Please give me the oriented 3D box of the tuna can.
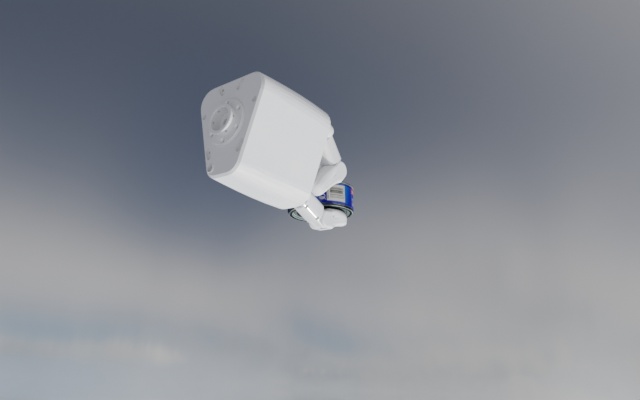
[{"bbox_3d":[0.000,0.003,0.613,0.086,0.033,0.086,-1,-17,0],"label":"tuna can"}]
